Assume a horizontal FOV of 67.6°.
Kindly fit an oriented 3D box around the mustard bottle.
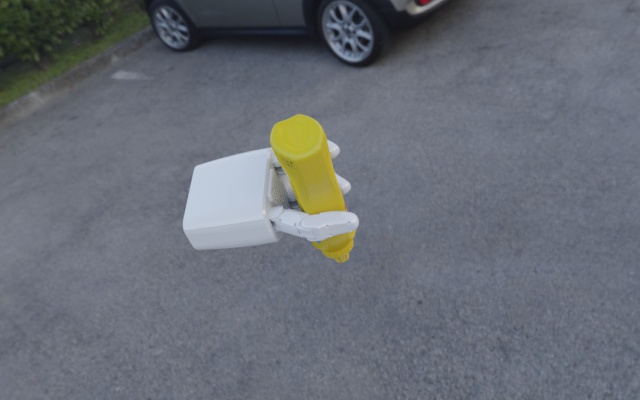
[{"bbox_3d":[0.000,0.002,0.557,0.058,0.192,0.096,-24,36,-5],"label":"mustard bottle"}]
